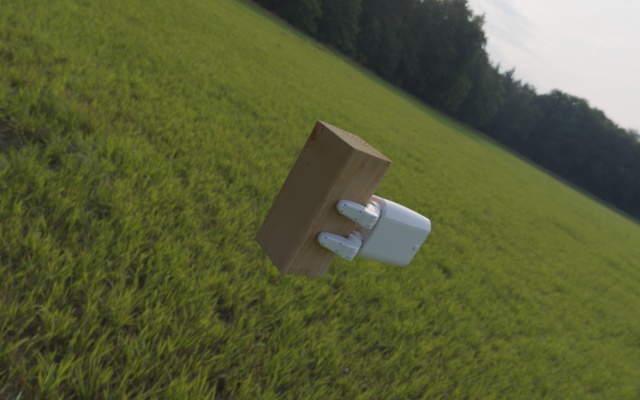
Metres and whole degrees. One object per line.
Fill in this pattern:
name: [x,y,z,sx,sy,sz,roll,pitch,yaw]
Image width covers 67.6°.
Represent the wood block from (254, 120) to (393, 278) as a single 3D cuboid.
wood block: [0.000,0.002,0.700,0.090,0.206,0.090,14,23,-43]
